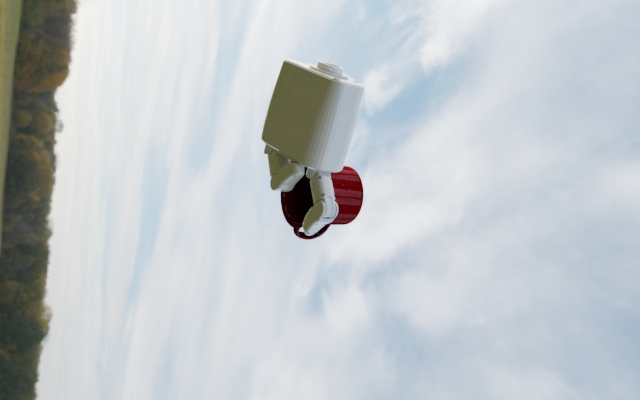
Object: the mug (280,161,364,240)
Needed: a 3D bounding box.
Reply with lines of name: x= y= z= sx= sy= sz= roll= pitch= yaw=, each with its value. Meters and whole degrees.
mug: x=0.000 y=0.003 z=0.642 sx=0.081 sy=0.117 sz=0.093 roll=3 pitch=26 yaw=-32
